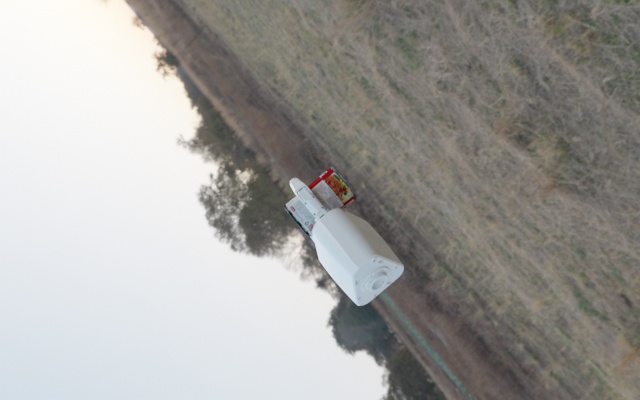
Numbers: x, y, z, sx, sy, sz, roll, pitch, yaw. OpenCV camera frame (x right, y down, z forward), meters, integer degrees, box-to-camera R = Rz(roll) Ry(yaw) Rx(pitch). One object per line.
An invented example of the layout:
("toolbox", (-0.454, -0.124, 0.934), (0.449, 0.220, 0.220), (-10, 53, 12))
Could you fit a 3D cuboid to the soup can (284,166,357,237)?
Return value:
("soup can", (0.000, 0.002, 0.779), (0.102, 0.068, 0.068), (-40, 1, -1))
